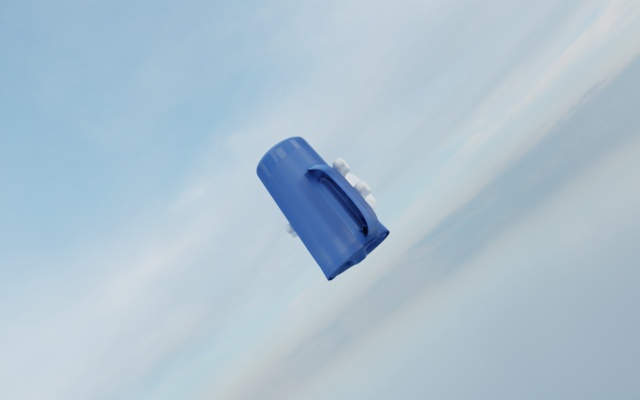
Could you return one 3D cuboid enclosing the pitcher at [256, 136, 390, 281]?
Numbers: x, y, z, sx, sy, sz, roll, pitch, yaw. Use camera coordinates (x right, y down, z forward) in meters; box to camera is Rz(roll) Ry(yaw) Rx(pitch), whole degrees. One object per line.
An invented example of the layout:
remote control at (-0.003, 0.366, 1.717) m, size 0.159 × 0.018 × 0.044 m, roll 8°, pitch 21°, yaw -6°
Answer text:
pitcher at (0.000, 0.003, 0.823) m, size 0.149 × 0.242 × 0.145 m, roll -42°, pitch -14°, yaw 15°
